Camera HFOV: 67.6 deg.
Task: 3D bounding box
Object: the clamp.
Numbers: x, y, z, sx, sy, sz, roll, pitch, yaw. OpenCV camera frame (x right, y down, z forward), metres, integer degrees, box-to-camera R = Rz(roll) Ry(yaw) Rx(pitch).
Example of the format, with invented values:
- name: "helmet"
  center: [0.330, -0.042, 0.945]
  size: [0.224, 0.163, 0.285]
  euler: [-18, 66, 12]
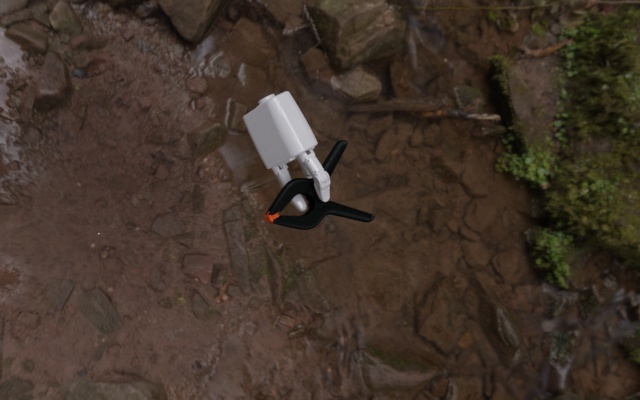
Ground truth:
- name: "clamp"
  center: [0.000, 0.003, 0.874]
  size: [0.210, 0.164, 0.036]
  euler: [-31, 8, -23]
